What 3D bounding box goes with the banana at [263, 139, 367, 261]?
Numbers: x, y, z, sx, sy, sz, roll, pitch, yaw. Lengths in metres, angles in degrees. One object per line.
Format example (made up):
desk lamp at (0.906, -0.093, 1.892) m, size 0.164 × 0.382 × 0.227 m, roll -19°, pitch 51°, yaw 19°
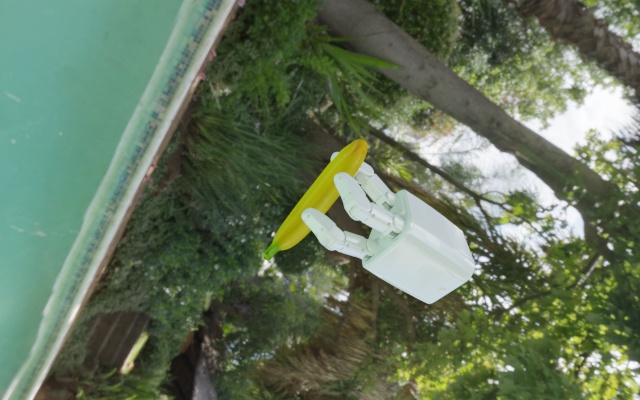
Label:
banana at (-0.001, -0.001, 0.617) m, size 0.037 × 0.198 × 0.069 m, roll 36°, pitch 16°, yaw -8°
